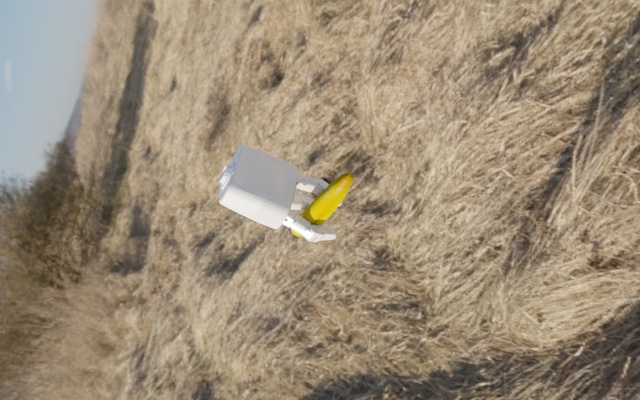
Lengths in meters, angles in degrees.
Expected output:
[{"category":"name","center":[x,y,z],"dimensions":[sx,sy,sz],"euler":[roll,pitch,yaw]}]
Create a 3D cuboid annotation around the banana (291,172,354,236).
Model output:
[{"category":"banana","center":[-0.008,0.018,0.818],"dimensions":[0.037,0.069,0.198],"euler":[32,-36,-11]}]
